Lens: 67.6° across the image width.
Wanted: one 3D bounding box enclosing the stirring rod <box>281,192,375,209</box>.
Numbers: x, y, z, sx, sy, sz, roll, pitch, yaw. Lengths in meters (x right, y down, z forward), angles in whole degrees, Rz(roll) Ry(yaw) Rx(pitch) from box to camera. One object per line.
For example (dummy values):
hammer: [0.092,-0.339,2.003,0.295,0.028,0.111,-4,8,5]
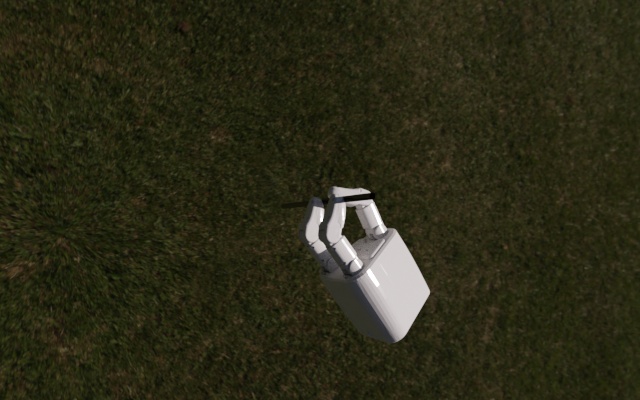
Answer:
stirring rod: [0.000,0.002,0.632,0.011,0.011,0.239,0,-3,-28]
